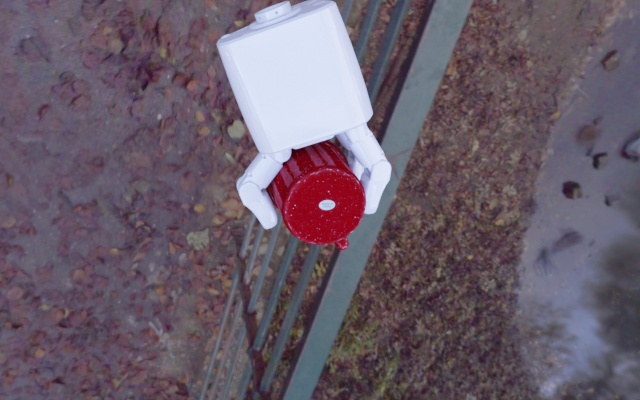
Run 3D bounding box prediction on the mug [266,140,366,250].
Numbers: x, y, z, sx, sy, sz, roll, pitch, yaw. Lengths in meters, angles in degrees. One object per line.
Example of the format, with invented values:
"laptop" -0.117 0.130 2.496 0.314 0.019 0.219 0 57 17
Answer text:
"mug" 0.001 0.003 0.481 0.093 0.117 0.081 -25 27 -3
